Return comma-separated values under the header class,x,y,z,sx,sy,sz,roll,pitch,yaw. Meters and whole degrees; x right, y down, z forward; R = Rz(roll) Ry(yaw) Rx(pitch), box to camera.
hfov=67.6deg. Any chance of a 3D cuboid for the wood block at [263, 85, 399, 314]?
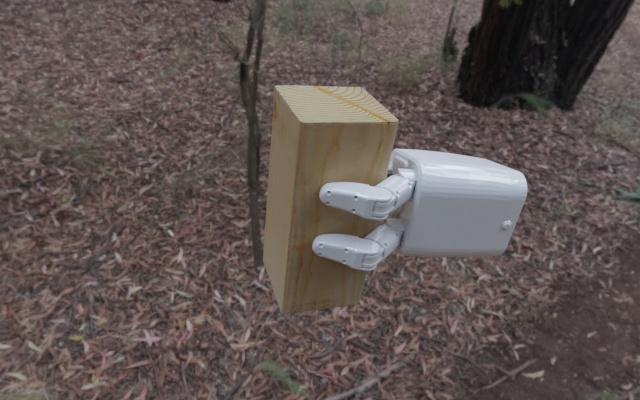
class,x,y,z,sx,sy,sz,roll,pitch,yaw
wood block,0.000,0.001,0.471,0.090,0.206,0.090,-4,33,-18
